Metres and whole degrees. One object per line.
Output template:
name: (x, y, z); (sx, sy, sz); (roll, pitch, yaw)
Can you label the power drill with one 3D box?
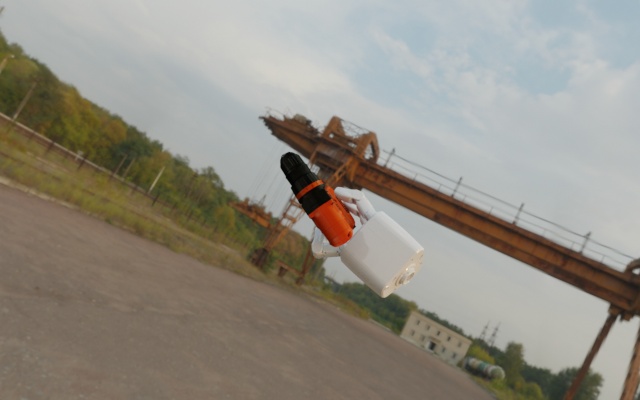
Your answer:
power drill: (0.000, 0.003, 0.871); (0.057, 0.184, 0.187); (-34, -10, 6)
